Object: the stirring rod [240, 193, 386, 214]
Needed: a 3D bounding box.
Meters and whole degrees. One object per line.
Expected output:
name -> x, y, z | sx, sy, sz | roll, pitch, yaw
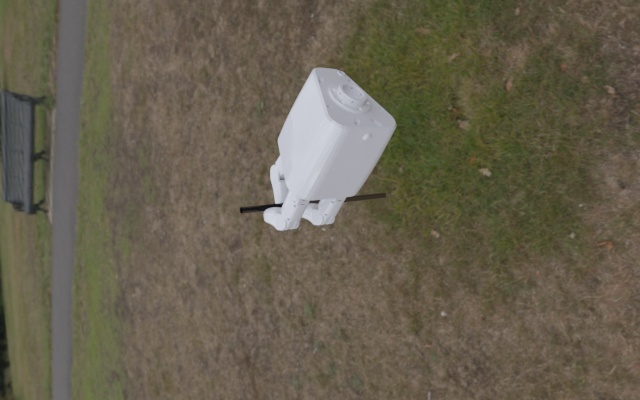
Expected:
stirring rod -> 0.000, 0.002, 0.656 | 0.239, 0.011, 0.011 | -6, 3, -36
